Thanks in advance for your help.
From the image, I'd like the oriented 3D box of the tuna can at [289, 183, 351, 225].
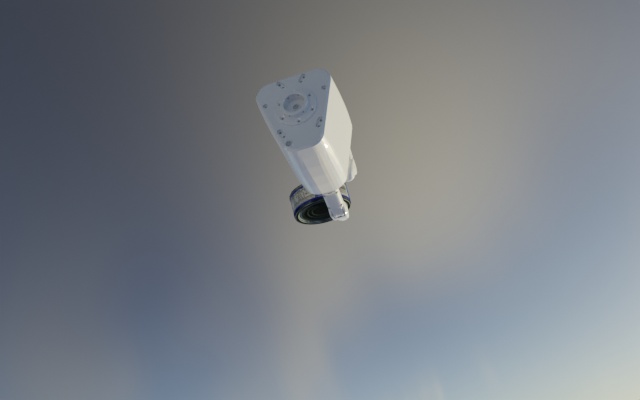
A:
[{"bbox_3d":[0.000,0.003,0.691,0.086,0.033,0.086,-12,-25,-6],"label":"tuna can"}]
